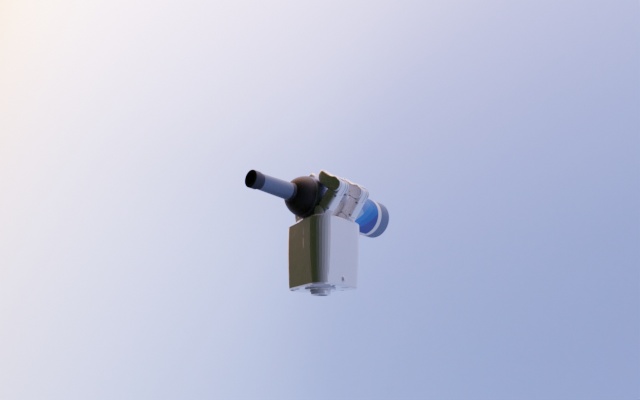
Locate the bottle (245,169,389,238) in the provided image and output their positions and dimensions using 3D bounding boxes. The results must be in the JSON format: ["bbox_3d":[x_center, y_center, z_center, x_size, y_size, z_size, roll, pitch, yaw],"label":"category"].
[{"bbox_3d":[0.000,0.003,0.784,0.069,0.069,0.296,0,-14,45],"label":"bottle"}]
